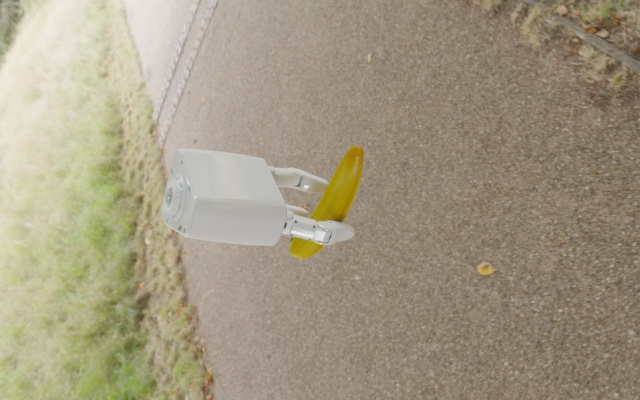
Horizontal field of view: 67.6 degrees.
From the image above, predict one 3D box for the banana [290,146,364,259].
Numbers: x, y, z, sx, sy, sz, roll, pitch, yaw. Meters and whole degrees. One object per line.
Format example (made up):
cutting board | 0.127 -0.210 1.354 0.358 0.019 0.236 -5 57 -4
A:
banana | 0.002 0.018 0.612 0.037 0.069 0.198 12 -46 -28
